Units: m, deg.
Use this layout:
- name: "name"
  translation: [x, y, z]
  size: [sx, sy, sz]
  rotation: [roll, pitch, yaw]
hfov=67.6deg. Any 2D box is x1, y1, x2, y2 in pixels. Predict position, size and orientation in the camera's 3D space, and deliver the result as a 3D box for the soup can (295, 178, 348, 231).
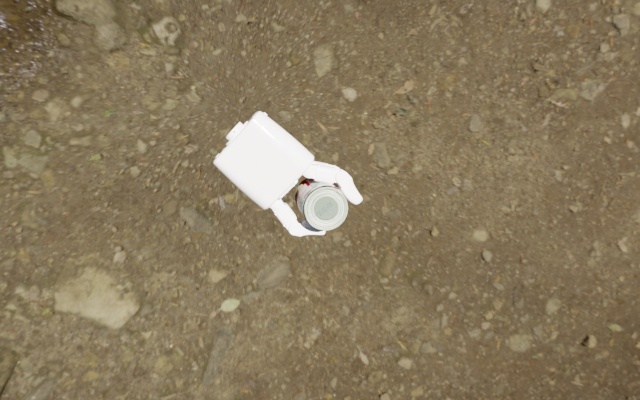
- name: "soup can"
  translation: [0.000, 0.003, 0.731]
  size: [0.068, 0.068, 0.102]
  rotation: [0, 11, -10]
